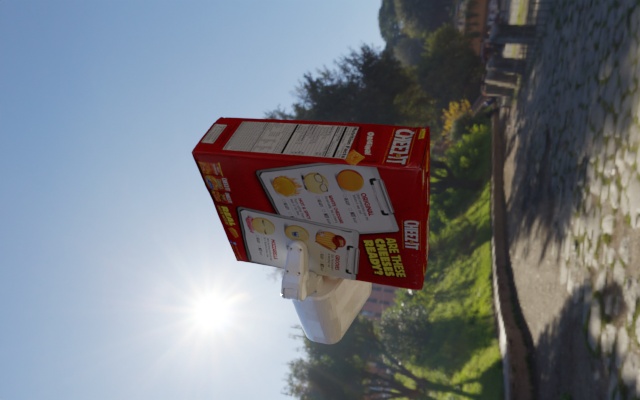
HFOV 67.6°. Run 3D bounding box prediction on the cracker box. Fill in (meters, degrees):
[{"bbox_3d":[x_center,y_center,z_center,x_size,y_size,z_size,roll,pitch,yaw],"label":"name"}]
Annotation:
[{"bbox_3d":[0.000,0.002,0.484,0.213,0.164,0.072,6,45,18],"label":"cracker box"}]
